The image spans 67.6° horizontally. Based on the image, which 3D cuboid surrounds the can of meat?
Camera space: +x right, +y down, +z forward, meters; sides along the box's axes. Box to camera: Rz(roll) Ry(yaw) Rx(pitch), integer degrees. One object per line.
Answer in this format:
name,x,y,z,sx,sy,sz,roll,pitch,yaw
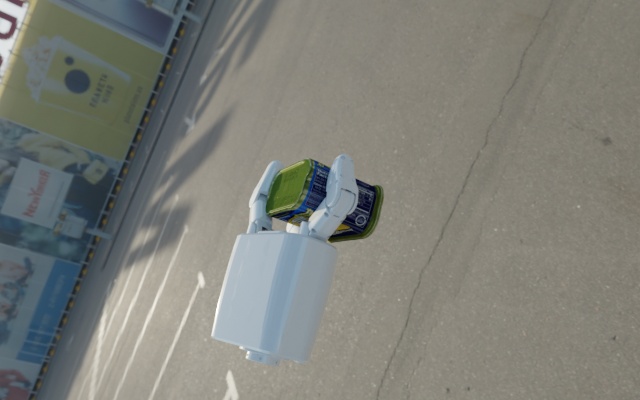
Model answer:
can of meat,0.000,0.001,0.487,0.084,0.057,0.102,22,-17,-23
